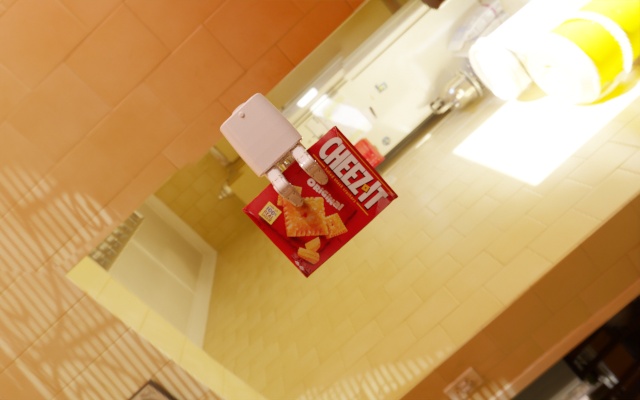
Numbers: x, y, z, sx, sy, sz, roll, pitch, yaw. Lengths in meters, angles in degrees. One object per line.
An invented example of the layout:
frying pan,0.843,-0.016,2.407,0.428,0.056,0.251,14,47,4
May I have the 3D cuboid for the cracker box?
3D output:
cracker box,0.000,0.003,0.823,0.214,0.164,0.072,-42,3,4
